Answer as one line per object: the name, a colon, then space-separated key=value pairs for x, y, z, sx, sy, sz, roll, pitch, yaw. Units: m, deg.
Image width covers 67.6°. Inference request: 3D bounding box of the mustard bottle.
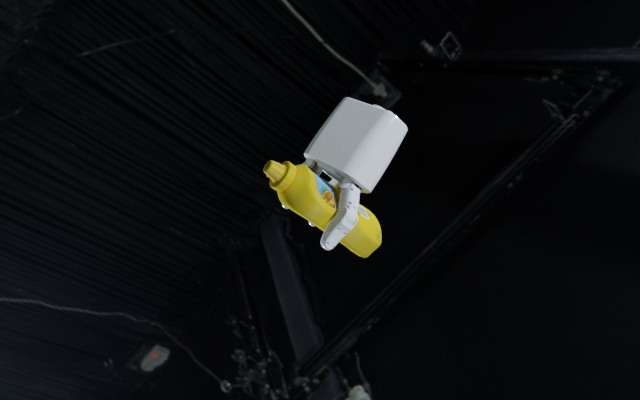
mustard bottle: x=0.000 y=0.003 z=0.658 sx=0.192 sy=0.058 sz=0.096 roll=35 pitch=20 yaw=-31
